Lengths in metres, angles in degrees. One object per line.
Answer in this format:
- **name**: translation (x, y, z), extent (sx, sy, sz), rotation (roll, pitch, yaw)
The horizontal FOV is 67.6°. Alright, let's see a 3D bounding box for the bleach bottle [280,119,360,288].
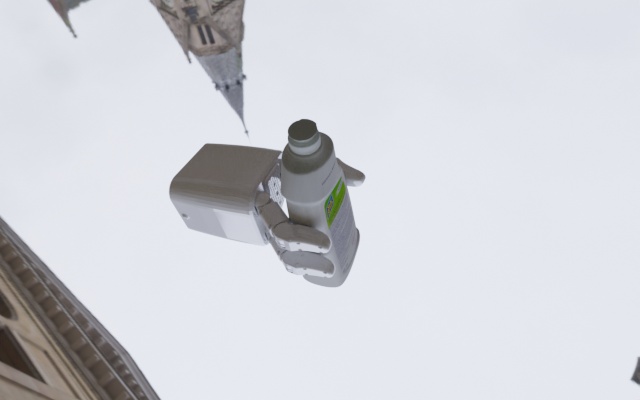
- **bleach bottle**: translation (0.000, 0.002, 0.546), extent (0.068, 0.102, 0.251), rotation (10, -34, 15)
